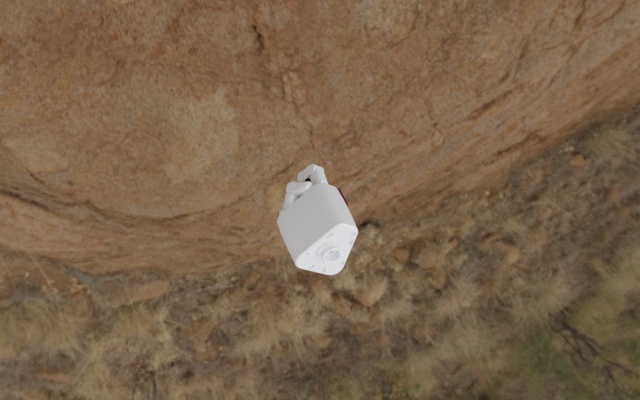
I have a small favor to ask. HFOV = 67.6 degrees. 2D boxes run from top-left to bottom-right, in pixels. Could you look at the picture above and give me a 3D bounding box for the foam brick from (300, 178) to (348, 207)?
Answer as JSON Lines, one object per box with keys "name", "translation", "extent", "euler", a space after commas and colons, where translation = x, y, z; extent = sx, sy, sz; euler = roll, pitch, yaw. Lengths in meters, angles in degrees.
{"name": "foam brick", "translation": [0.000, 0.003, 0.858], "extent": [0.078, 0.053, 0.051], "euler": [18, 29, -34]}
